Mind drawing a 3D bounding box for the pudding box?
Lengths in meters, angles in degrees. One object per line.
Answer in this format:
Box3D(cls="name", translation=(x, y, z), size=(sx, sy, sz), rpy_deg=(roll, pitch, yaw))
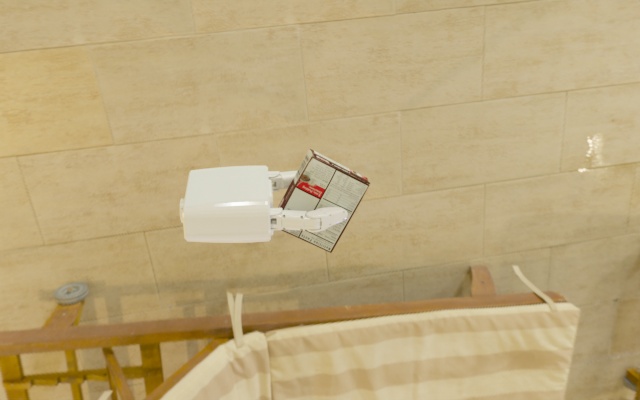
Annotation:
Box3D(cls="pudding box", translation=(0.000, 0.002, 0.637), size=(0.090, 0.113, 0.039), rpy_deg=(26, 16, -14))
